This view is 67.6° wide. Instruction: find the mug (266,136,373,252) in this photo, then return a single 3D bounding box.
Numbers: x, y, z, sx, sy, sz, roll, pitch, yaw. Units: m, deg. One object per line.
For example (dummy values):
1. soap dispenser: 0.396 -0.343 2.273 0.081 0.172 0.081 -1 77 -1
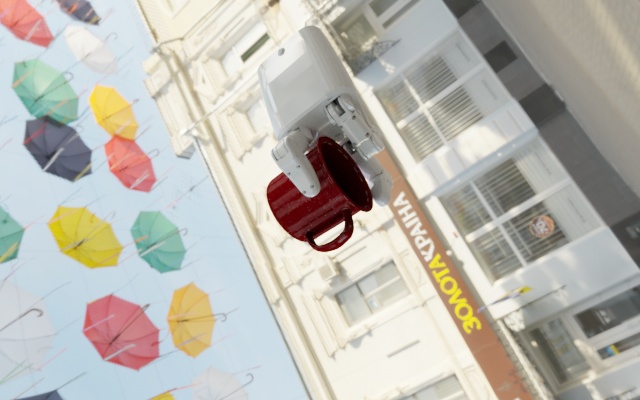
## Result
1. mug: 0.000 0.003 0.505 0.081 0.117 0.093 -34 -35 23
